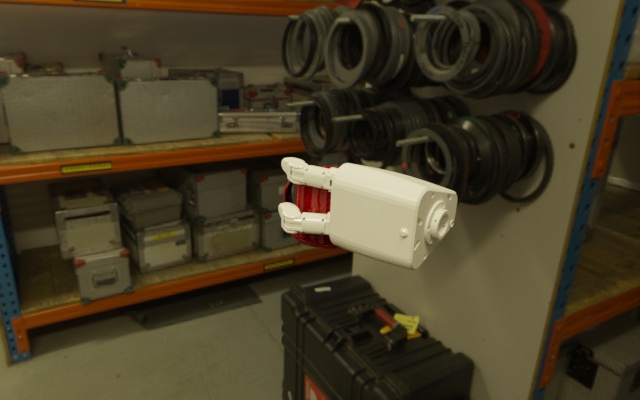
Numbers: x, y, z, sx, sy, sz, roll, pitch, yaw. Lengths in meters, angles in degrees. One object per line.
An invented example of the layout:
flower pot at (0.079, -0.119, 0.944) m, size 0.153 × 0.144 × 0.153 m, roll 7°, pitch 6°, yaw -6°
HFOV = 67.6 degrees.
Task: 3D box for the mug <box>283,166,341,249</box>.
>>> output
mug at (-0.001, 0.001, 0.619) m, size 0.117 × 0.081 × 0.093 m, roll 18°, pitch 26°, yaw 35°
